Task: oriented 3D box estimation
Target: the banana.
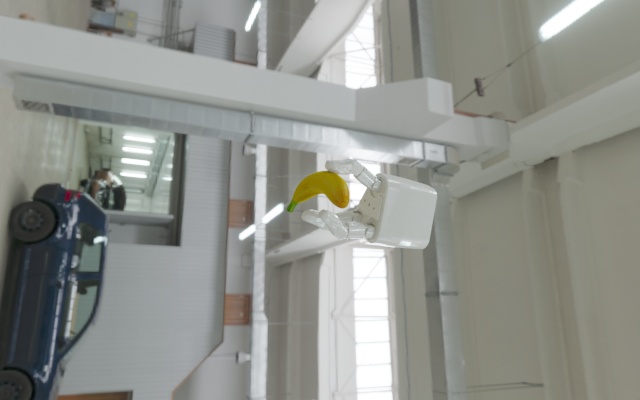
[{"bbox_3d":[0.002,-0.015,0.766,0.037,0.069,0.198,15,-10,-24],"label":"banana"}]
